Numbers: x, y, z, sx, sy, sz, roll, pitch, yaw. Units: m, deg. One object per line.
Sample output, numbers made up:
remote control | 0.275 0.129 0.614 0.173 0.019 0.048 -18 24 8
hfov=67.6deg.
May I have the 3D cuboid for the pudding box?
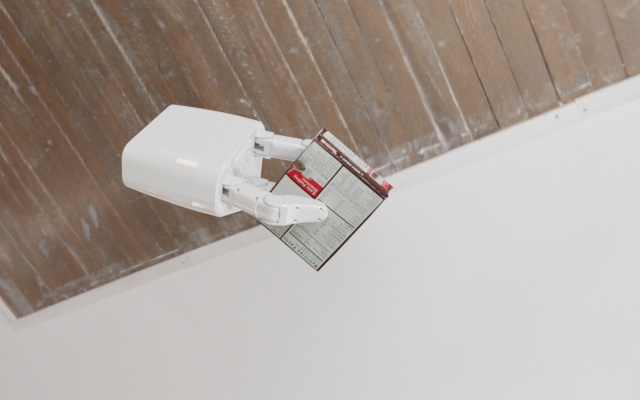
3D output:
pudding box | 0.000 0.002 0.466 0.090 0.113 0.039 40 28 -2
